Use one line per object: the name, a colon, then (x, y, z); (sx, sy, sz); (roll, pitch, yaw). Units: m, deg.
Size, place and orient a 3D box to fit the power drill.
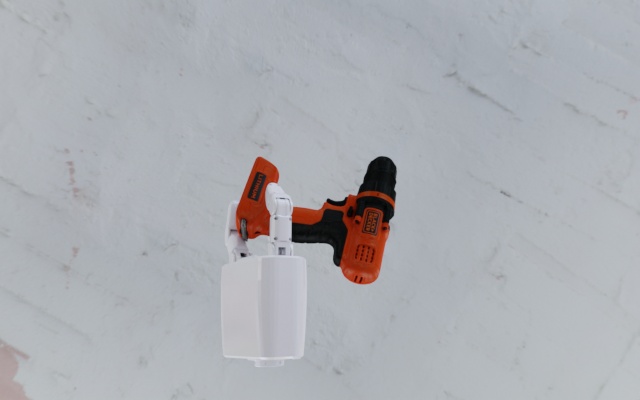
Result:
power drill: (0.000, 0.002, 0.603); (0.187, 0.184, 0.057); (13, -35, 5)
